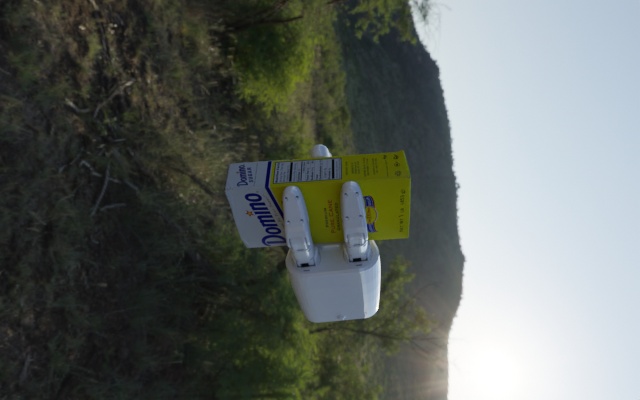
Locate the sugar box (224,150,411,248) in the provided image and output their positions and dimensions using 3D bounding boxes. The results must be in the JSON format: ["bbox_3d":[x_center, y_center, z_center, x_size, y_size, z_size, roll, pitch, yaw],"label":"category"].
[{"bbox_3d":[0.000,0.002,0.485,0.176,0.048,0.093,-6,-44,3],"label":"sugar box"}]
